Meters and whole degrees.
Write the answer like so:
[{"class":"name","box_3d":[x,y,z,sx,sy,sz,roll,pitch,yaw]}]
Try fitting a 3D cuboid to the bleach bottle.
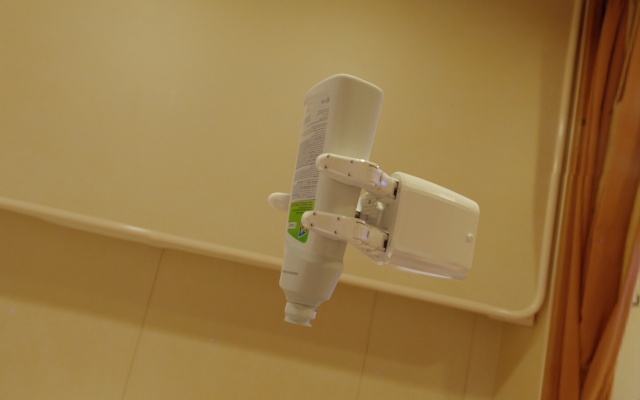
[{"class":"bleach bottle","box_3d":[0.000,0.002,0.501,0.068,0.250,0.102,16,-11,-23]}]
